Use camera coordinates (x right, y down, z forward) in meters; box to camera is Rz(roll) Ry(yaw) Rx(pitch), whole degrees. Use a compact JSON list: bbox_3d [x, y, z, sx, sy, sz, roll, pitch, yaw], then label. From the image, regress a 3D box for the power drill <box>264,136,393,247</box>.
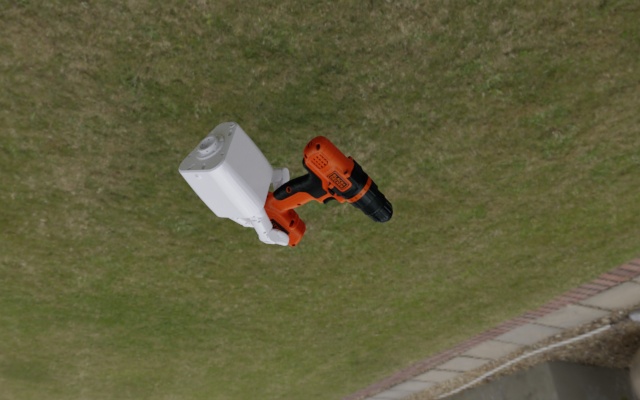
[{"bbox_3d":[0.000,0.003,0.779,0.188,0.184,0.057,-34,24,30],"label":"power drill"}]
